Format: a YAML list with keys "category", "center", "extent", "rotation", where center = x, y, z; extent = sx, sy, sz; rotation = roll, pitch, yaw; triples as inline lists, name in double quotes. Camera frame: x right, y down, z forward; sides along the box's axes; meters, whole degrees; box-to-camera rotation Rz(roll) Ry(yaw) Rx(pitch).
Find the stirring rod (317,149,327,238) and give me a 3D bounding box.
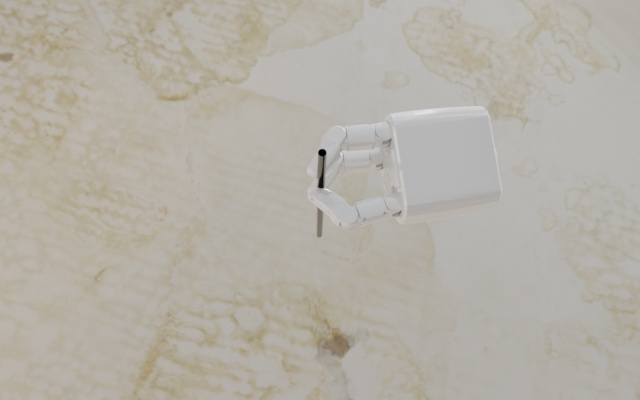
- category: "stirring rod"
  center: [0.000, 0.002, 0.548]
  extent: [0.011, 0.011, 0.240]
  rotation: [0, -22, -1]
